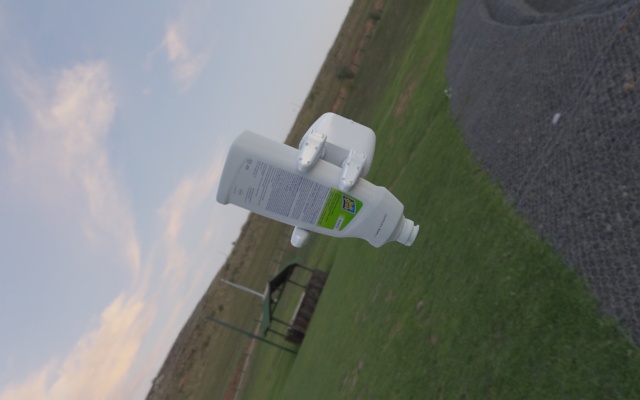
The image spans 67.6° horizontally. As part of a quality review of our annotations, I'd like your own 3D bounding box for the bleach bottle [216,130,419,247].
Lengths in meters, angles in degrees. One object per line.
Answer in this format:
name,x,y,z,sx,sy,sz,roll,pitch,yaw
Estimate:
bleach bottle,0.000,0.002,0.608,0.251,0.103,0.068,23,31,1
